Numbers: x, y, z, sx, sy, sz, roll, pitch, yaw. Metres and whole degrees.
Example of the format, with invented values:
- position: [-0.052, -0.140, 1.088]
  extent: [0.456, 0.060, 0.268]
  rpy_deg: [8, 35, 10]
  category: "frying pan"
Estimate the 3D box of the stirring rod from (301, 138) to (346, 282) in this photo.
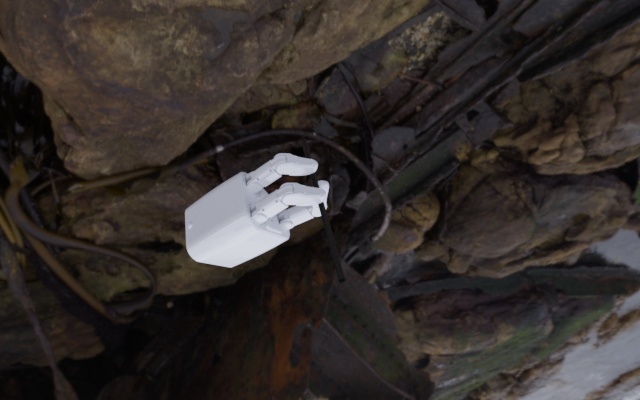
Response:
- position: [0.000, 0.002, 0.624]
  extent: [0.011, 0.239, 0.011]
  rpy_deg: [-9, -39, -8]
  category: "stirring rod"
